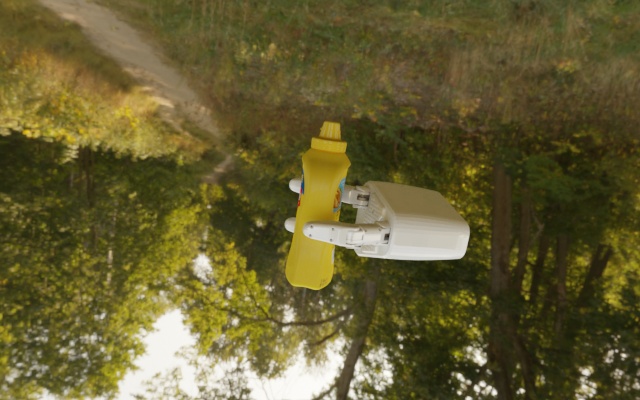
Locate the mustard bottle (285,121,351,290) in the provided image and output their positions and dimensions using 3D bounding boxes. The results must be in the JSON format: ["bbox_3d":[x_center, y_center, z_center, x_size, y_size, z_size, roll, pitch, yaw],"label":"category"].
[{"bbox_3d":[0.000,0.002,0.571,0.058,0.192,0.096,10,11,5],"label":"mustard bottle"}]
